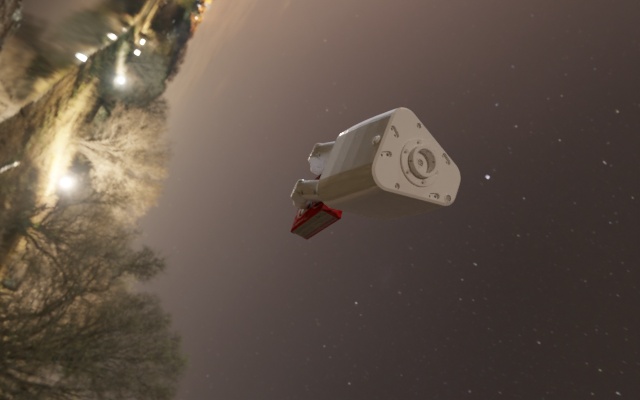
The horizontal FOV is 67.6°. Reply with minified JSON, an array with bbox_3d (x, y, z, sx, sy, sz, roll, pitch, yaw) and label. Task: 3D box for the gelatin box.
[{"bbox_3d":[0.000,0.002,0.623,0.030,0.073,0.089,28,-33,-18],"label":"gelatin box"}]
